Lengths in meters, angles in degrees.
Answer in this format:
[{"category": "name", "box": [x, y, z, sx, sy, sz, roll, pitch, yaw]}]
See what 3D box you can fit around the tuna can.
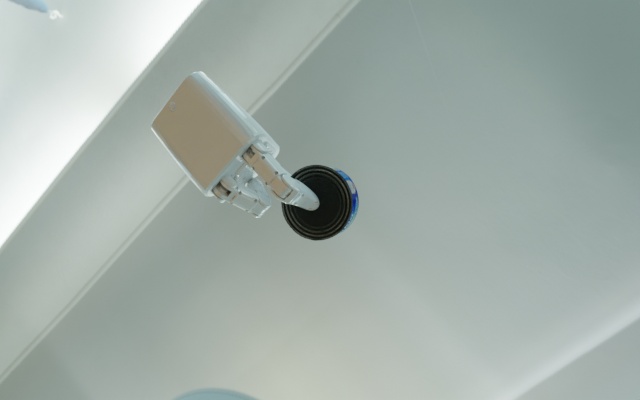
[{"category": "tuna can", "box": [0.000, 0.002, 0.552, 0.086, 0.086, 0.034, 0, 3, 20]}]
